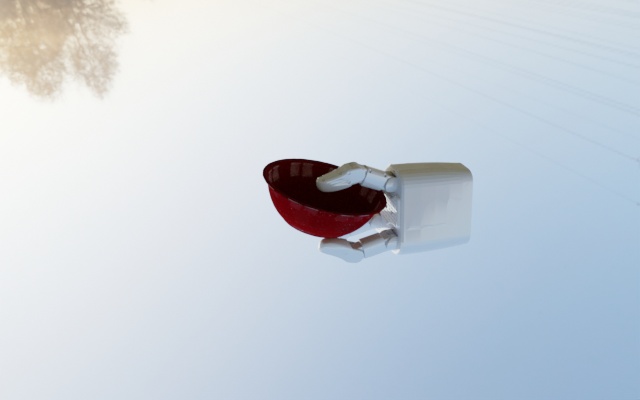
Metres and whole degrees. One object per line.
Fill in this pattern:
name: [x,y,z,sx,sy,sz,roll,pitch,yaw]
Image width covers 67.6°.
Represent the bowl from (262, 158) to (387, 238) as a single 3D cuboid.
bowl: [-0.001,0.002,0.614,0.162,0.055,0.162,13,24,-6]
